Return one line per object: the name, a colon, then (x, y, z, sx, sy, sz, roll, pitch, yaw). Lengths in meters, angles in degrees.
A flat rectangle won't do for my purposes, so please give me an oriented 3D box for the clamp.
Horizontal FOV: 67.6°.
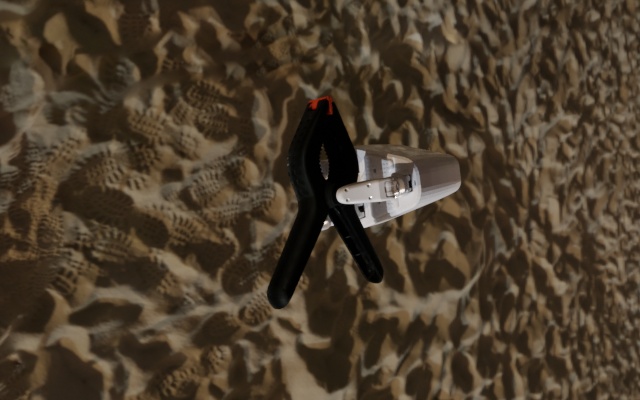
clamp: (0.001, 0.001, 0.482, 0.036, 0.210, 0.164, -4, 6, 41)
